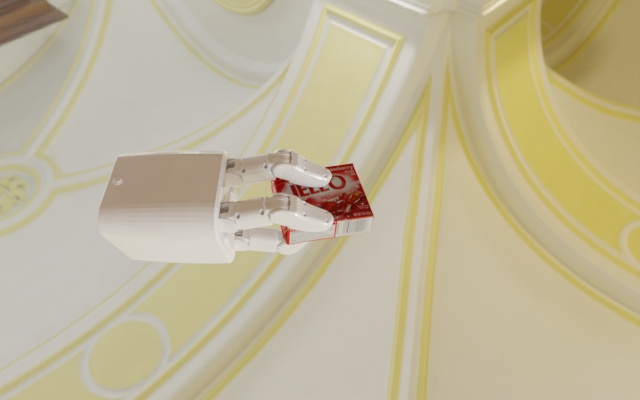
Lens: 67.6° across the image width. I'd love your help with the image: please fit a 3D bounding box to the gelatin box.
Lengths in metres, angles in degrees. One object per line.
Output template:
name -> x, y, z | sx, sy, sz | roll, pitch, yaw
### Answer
gelatin box -> 0.000, 0.002, 0.478 | 0.089, 0.073, 0.030 | -8, -39, -13
